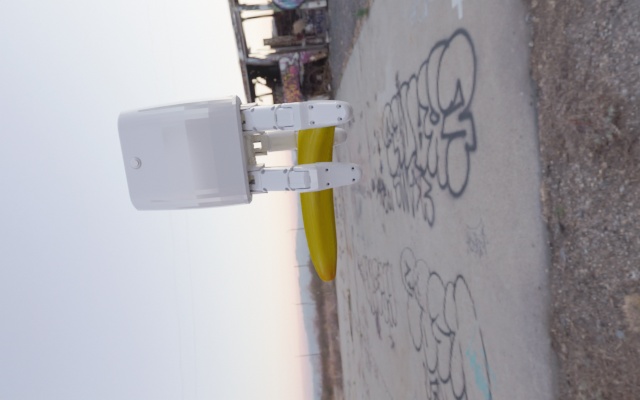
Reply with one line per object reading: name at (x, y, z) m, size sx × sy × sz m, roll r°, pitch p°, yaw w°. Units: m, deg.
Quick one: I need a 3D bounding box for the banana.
banana at (-0.002, -0.011, 0.480) m, size 0.037 × 0.198 × 0.069 m, roll -5°, pitch 32°, yaw -6°
